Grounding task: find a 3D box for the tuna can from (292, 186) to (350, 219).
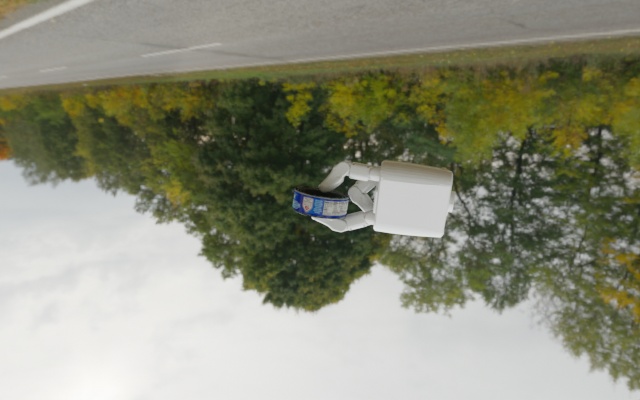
[{"bbox_3d":[0.000,0.003,0.737,0.086,0.034,0.086,9,10,-2],"label":"tuna can"}]
